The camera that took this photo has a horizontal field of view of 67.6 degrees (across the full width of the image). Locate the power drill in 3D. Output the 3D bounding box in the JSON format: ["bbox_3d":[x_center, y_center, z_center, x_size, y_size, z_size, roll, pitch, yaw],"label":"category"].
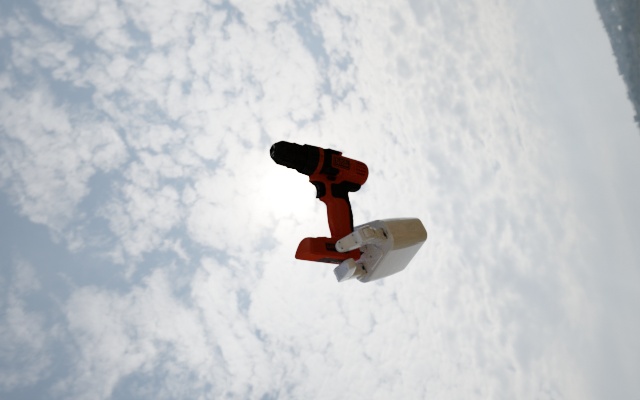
[{"bbox_3d":[0.000,0.003,0.762,0.184,0.187,0.057,12,-20,-30],"label":"power drill"}]
